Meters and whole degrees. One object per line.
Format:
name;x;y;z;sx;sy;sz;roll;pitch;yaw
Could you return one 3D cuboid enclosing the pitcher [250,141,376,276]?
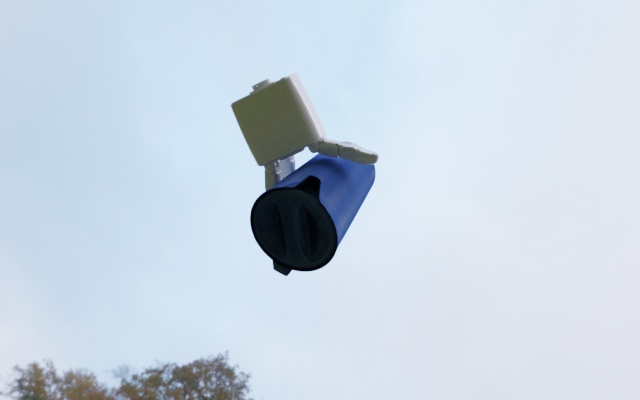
pitcher;0.000;0.002;0.755;0.149;0.145;0.242;-17;17;30
